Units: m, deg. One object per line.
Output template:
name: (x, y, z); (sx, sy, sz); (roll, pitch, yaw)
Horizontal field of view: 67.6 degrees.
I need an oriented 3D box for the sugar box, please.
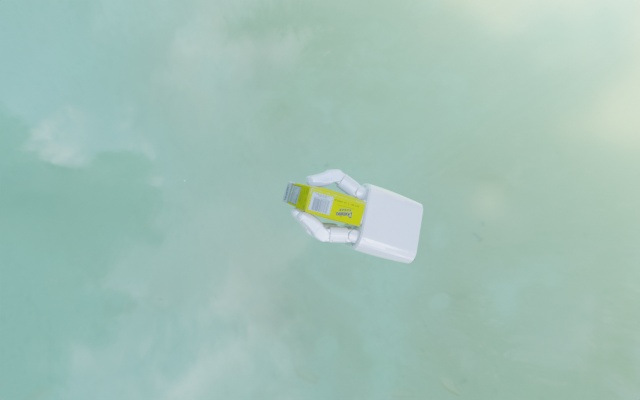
sugar box: (0.000, 0.003, 0.795); (0.093, 0.048, 0.176); (17, -2, -15)
